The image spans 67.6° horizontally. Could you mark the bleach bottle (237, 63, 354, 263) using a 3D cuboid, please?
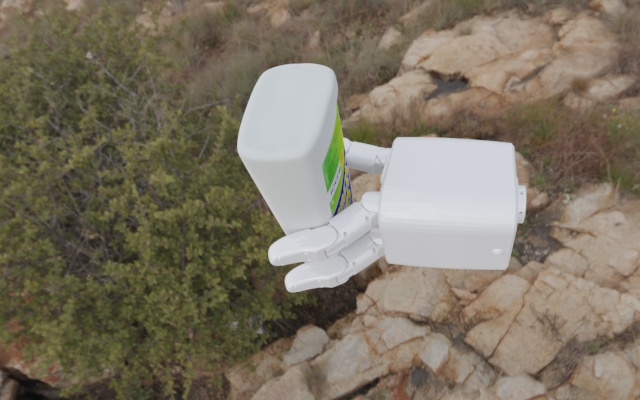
[{"bbox_3d":[0.000,0.002,0.451,0.068,0.102,0.251,3,-33,17],"label":"bleach bottle"}]
